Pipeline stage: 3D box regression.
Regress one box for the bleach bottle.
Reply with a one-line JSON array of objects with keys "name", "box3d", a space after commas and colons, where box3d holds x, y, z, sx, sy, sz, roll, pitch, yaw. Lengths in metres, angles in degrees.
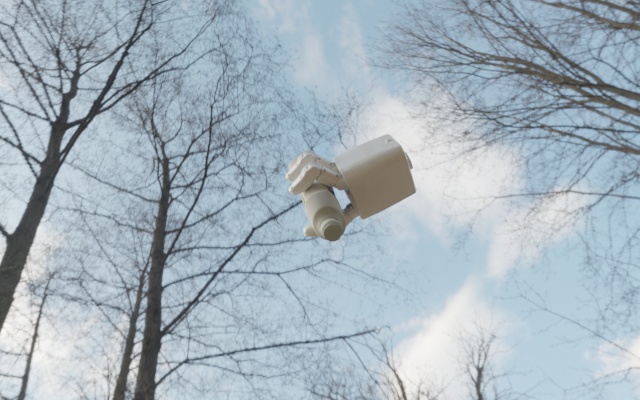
[{"name": "bleach bottle", "box3d": [0.000, 0.003, 0.806, 0.068, 0.103, 0.250, -26, 26, 1]}]
